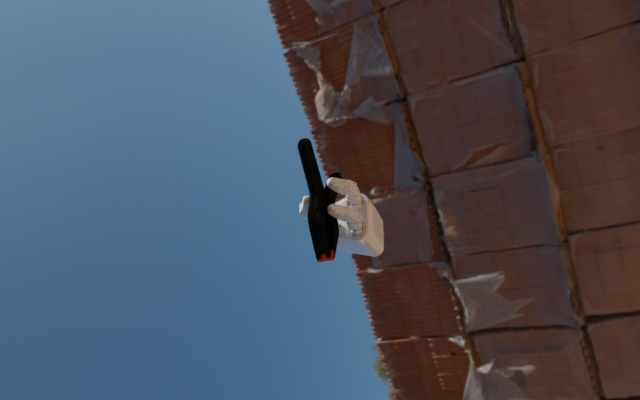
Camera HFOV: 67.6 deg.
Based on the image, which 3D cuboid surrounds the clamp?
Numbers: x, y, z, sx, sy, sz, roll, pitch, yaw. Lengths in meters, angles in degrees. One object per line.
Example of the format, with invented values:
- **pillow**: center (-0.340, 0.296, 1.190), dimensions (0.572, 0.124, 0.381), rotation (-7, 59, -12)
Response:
- **clamp**: center (-0.001, 0.004, 0.848), dimensions (0.036, 0.209, 0.165), rotation (-12, -31, 22)
